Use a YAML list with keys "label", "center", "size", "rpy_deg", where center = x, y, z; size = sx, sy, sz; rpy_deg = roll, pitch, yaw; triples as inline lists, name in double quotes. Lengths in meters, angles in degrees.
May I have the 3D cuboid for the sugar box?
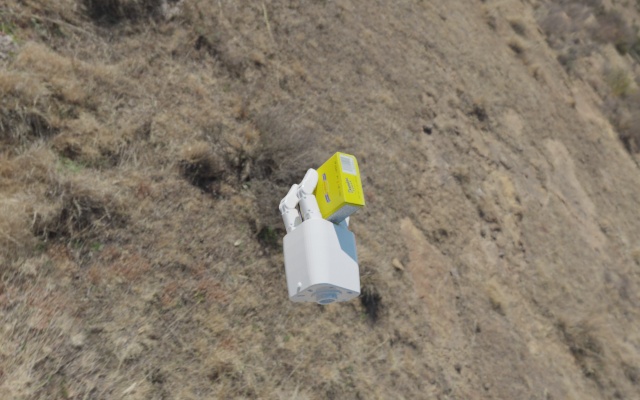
- label: "sugar box"
  center: [0.000, 0.003, 0.807]
  size: [0.048, 0.093, 0.176]
  rpy_deg: [12, -33, -34]
